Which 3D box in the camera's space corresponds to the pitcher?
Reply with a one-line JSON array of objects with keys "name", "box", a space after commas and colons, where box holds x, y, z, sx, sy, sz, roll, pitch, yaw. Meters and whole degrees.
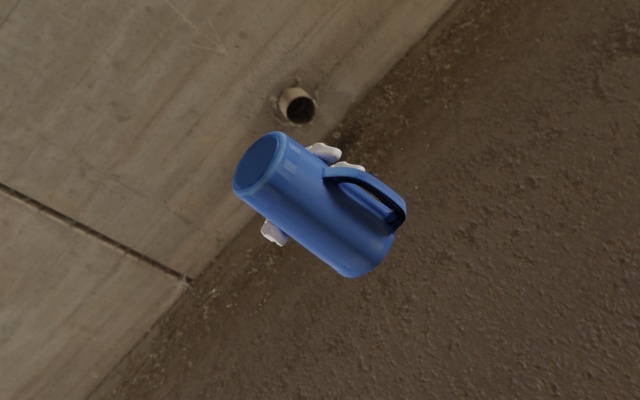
[{"name": "pitcher", "box": [0.000, 0.002, 0.708, 0.243, 0.149, 0.145, 37, -2, -33]}]
